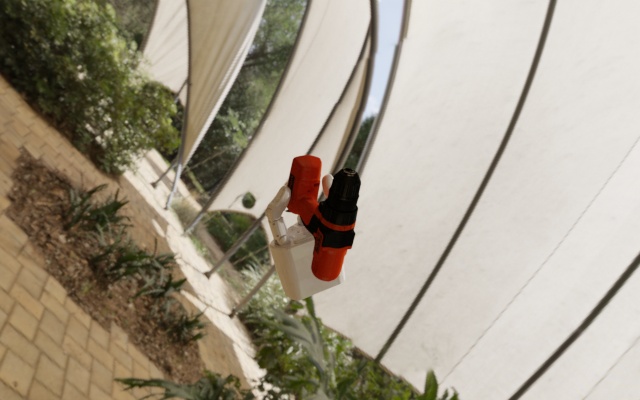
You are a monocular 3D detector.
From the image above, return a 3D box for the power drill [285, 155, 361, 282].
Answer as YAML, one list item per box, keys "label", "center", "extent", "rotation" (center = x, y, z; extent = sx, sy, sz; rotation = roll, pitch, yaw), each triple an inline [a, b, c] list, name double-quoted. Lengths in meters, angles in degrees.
- label: "power drill"
  center: [0.000, 0.002, 0.740]
  extent: [0.057, 0.184, 0.187]
  rotation: [2, 30, -21]
